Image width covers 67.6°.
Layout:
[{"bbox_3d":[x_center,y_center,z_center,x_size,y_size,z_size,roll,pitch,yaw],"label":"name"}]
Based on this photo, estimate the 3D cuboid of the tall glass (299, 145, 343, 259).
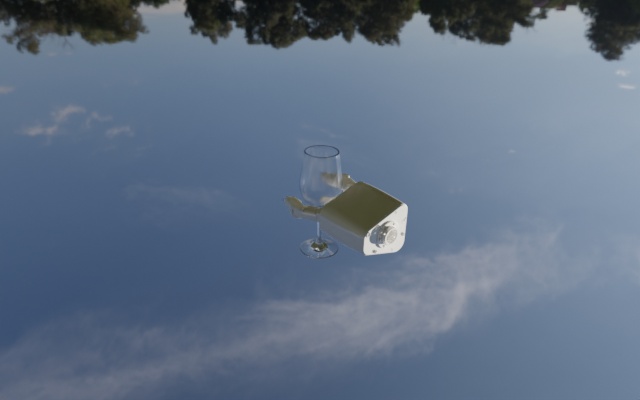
[{"bbox_3d":[0.000,0.003,0.877,0.079,0.201,0.079,1,26,0],"label":"tall glass"}]
